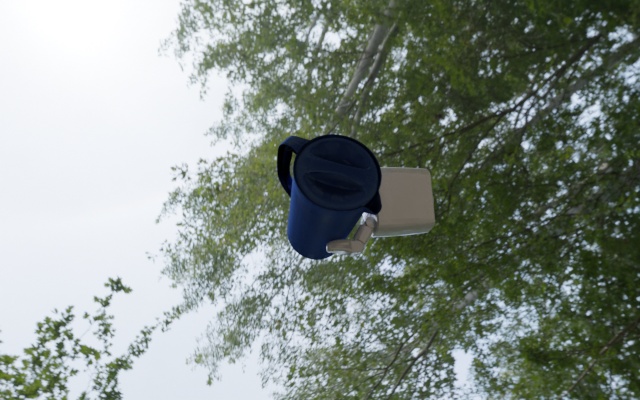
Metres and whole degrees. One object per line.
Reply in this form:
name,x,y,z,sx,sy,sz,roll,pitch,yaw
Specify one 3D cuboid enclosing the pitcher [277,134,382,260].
pitcher,0.000,0.003,0.802,0.145,0.149,0.243,-2,-27,-12
